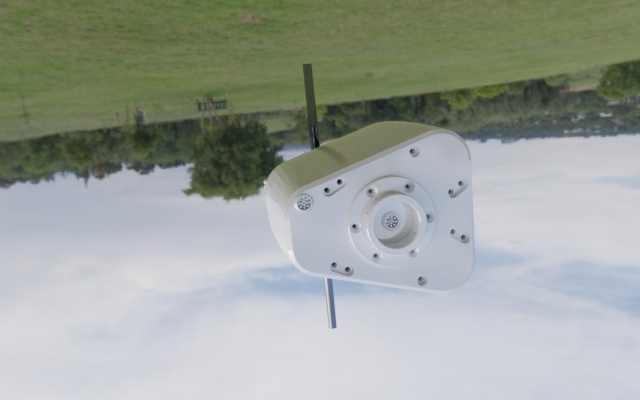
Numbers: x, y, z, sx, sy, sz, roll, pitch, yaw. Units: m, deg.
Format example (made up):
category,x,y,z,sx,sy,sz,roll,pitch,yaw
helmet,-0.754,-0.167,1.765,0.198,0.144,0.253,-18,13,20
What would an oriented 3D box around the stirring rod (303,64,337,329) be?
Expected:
category,x,y,z,sx,sy,sz,roll,pitch,yaw
stirring rod,0.000,0.001,0.429,0.011,0.239,0.011,-5,10,1
